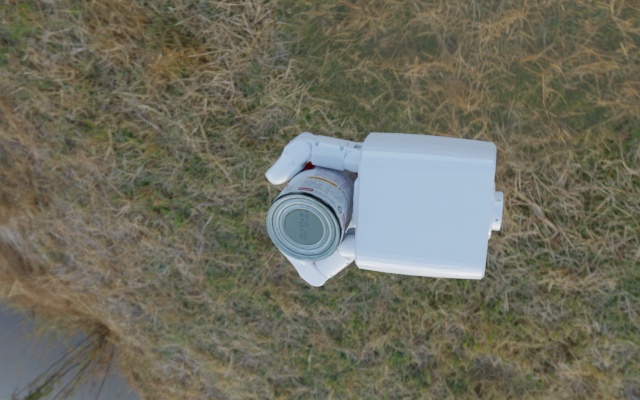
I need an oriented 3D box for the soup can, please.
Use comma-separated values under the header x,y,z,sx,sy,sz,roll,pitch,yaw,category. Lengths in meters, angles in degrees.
x,y,z,sx,sy,sz,roll,pitch,yaw,category
-0.001,0.001,0.435,0.068,0.068,0.102,0,27,19,soup can
